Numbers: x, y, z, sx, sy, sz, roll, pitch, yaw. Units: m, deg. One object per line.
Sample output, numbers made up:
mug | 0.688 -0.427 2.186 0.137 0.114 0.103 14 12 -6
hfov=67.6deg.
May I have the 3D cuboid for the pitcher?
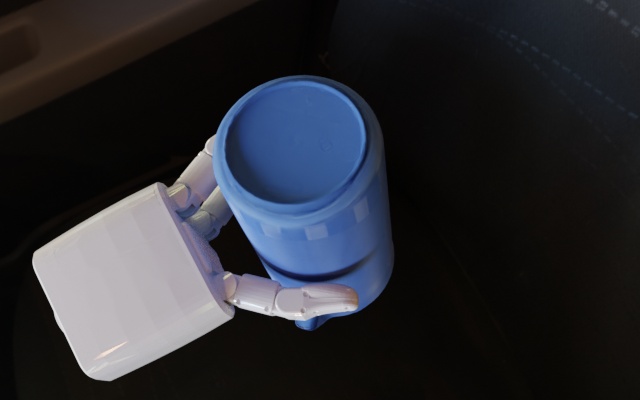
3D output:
pitcher | 0.000 0.001 0.402 0.145 0.149 0.243 -27 -24 -5
